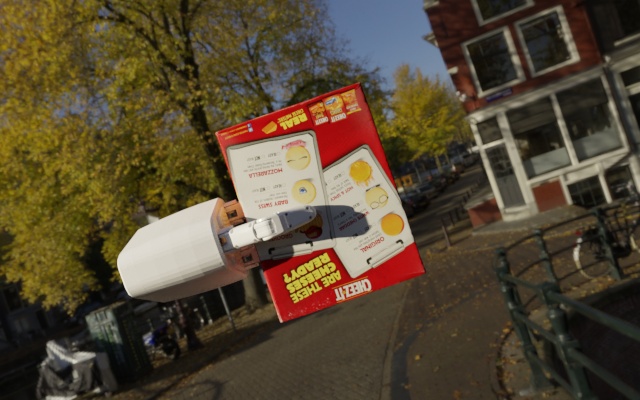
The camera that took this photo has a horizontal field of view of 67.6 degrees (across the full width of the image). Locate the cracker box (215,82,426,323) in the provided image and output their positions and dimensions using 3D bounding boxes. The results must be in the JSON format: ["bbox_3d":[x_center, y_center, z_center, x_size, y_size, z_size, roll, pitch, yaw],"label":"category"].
[{"bbox_3d":[0.000,0.002,0.528,0.164,0.213,0.072,-19,1,2],"label":"cracker box"}]
